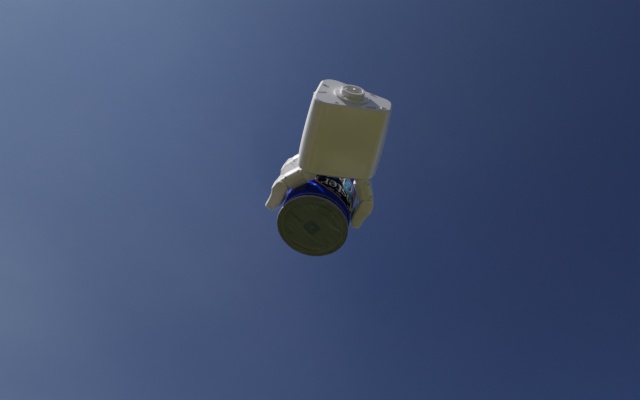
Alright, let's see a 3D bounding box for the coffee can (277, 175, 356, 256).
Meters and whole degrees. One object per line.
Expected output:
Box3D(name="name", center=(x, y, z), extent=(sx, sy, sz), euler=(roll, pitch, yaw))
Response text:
Box3D(name="coffee can", center=(0.000, 0.003, 0.733), extent=(0.103, 0.103, 0.140), euler=(0, 32, 12))
